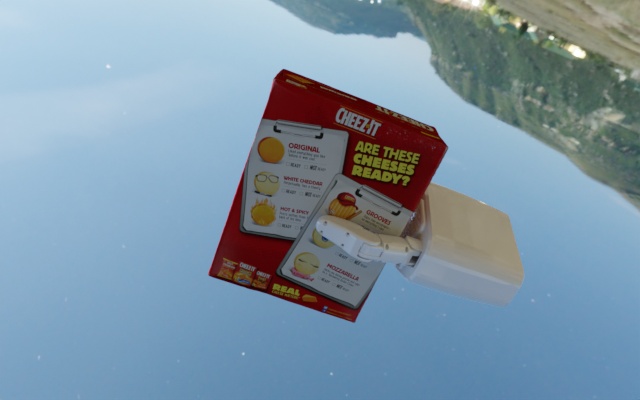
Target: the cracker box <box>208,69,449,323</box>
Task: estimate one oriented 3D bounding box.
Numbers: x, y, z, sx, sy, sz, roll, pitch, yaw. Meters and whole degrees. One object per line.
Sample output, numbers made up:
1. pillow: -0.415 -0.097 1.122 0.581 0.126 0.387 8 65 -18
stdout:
1. cracker box: 0.000 0.002 0.477 0.164 0.214 0.072 20 24 -8
